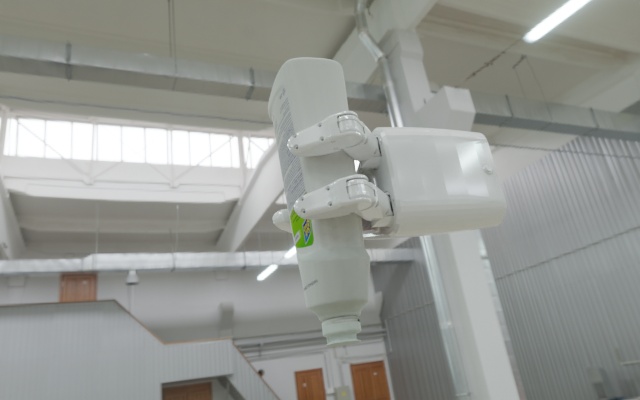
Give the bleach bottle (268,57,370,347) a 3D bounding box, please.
[{"bbox_3d":[0.000,0.001,0.430,0.068,0.250,0.103,-2,-22,-15],"label":"bleach bottle"}]
